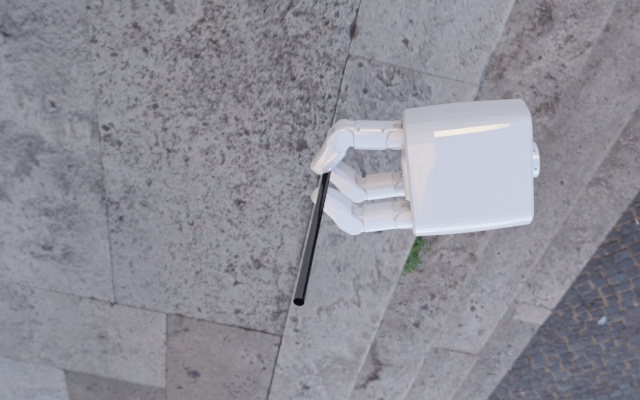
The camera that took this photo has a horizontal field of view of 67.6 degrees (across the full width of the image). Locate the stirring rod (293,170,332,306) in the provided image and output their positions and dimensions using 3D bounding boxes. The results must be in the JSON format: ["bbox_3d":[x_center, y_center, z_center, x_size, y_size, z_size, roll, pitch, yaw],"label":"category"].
[{"bbox_3d":[0.000,0.001,0.427,0.011,0.011,0.239,0,35,9],"label":"stirring rod"}]
